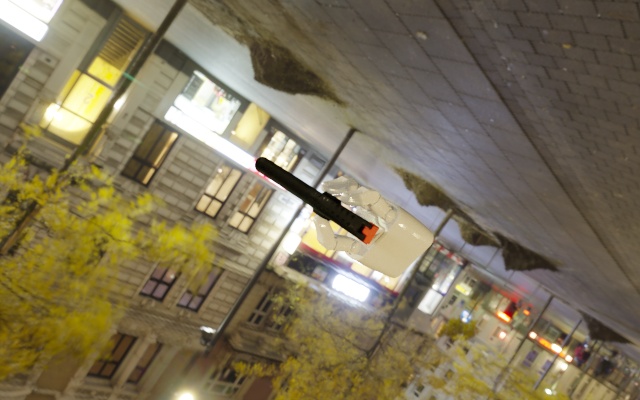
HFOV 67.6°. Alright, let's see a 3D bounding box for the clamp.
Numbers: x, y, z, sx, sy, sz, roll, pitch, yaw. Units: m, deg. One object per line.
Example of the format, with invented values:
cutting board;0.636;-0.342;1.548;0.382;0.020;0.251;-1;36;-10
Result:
clamp;0.000;0.003;0.693;0.165;0.036;0.210;30;2;-38
